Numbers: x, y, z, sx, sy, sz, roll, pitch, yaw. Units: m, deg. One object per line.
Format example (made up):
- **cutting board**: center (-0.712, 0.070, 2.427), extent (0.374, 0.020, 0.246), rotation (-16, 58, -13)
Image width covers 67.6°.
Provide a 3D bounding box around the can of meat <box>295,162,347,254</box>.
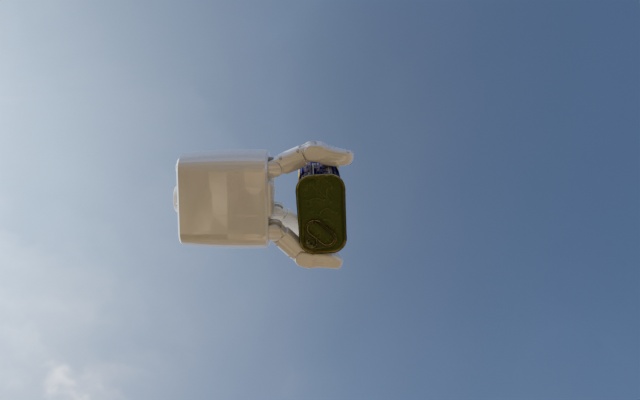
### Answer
- **can of meat**: center (0.000, 0.002, 0.593), extent (0.057, 0.102, 0.084), rotation (-4, 23, -1)
